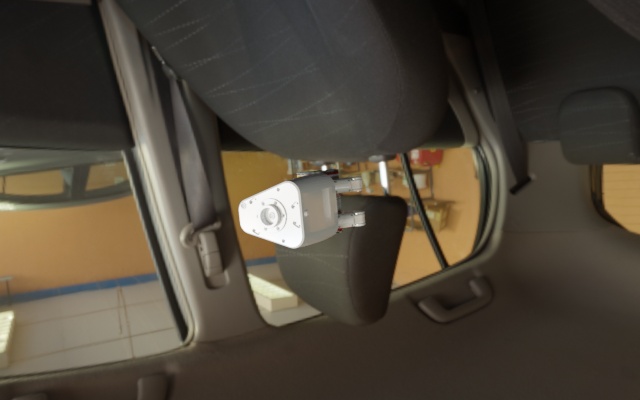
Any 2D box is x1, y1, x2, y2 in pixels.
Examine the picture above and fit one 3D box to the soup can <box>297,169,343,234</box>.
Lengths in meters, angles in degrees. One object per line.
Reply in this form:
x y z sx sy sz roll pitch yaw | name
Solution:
0.000 0.003 0.776 0.068 0.102 0.068 -5 5 0 | soup can
